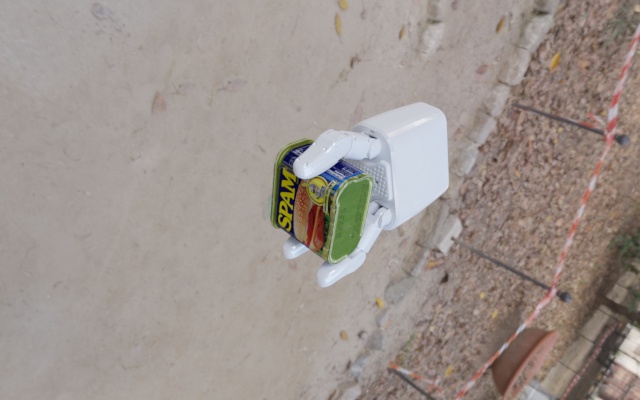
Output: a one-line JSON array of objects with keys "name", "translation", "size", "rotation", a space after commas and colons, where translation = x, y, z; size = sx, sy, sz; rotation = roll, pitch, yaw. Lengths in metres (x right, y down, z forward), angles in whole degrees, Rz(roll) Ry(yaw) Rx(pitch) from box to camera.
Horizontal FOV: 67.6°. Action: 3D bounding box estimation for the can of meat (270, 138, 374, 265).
[{"name": "can of meat", "translation": [0.000, 0.002, 0.475], "size": [0.084, 0.102, 0.057], "rotation": [32, 40, 33]}]
